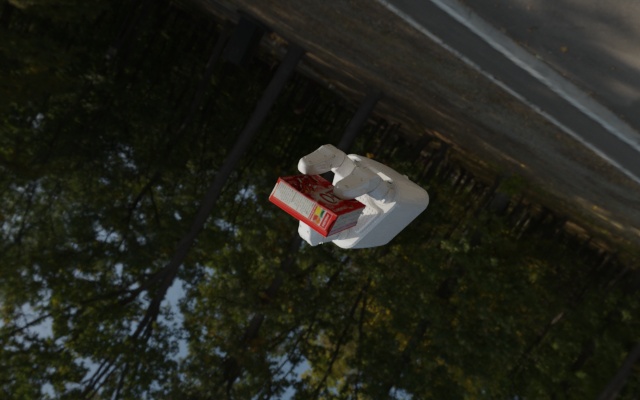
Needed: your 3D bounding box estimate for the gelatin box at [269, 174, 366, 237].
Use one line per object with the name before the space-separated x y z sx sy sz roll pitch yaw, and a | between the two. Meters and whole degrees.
gelatin box | 0.000 0.002 0.504 0.073 0.030 0.089 33 18 18
